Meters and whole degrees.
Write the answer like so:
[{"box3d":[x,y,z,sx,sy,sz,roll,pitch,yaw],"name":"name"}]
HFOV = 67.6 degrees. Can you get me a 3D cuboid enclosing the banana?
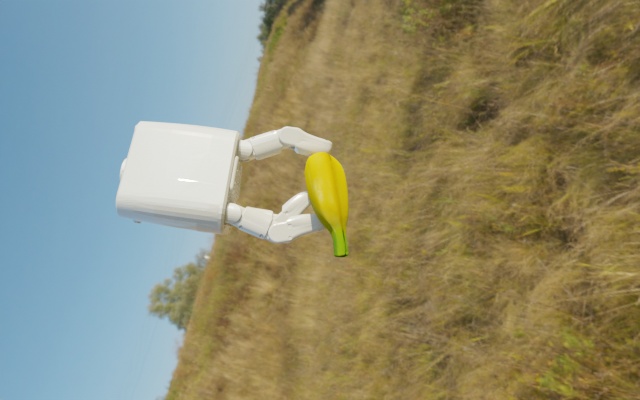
[{"box3d":[0.002,-0.015,0.482,0.037,0.070,0.197,3,19,-5],"name":"banana"}]
